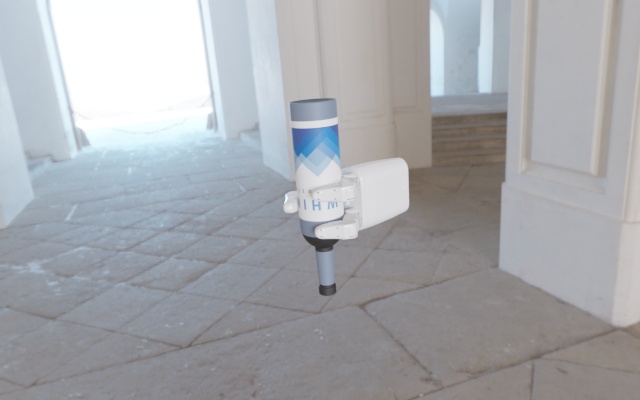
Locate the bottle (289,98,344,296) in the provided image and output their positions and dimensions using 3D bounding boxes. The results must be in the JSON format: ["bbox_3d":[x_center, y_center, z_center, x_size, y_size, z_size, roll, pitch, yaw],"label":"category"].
[{"bbox_3d":[0.000,0.002,0.704,0.069,0.296,0.069,-4,16,1],"label":"bottle"}]
